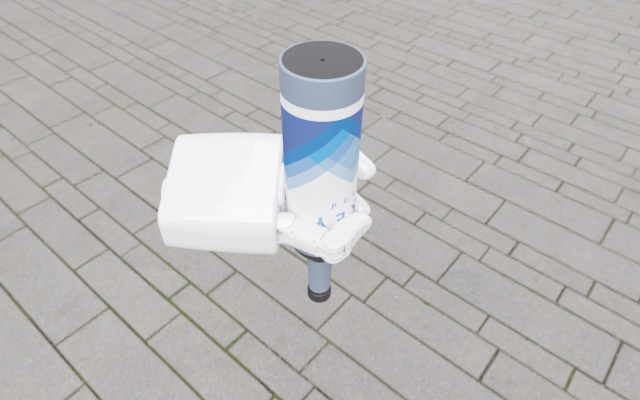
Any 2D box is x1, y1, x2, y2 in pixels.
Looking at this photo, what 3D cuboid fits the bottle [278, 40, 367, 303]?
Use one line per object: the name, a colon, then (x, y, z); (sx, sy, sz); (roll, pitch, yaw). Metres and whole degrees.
bottle: (0.000, 0.001, 0.457); (0.069, 0.296, 0.069); (0, 43, 0)
